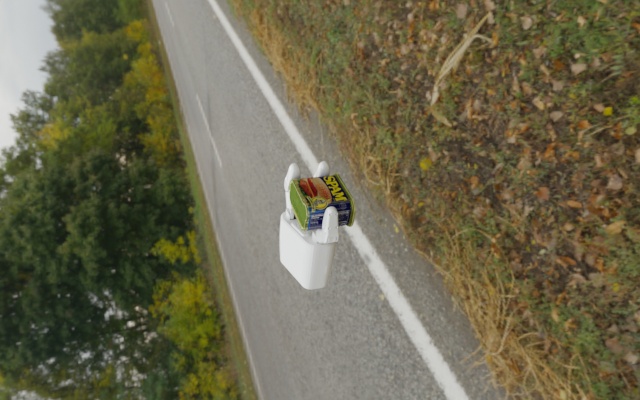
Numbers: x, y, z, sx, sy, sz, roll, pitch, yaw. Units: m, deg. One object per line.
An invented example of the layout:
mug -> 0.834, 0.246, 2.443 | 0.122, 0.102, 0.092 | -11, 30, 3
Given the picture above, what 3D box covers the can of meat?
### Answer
can of meat -> 0.000, 0.003, 0.793 | 0.084, 0.057, 0.102 | -7, 40, -19
